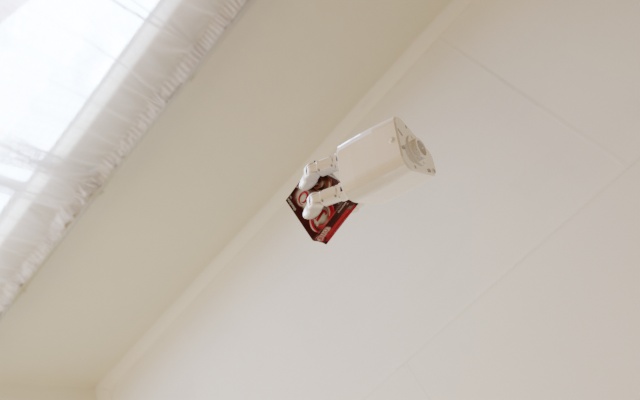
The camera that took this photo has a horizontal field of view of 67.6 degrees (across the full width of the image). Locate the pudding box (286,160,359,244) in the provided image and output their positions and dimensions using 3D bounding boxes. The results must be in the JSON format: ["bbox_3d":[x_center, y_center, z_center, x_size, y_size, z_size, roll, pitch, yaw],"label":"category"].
[{"bbox_3d":[0.000,0.003,0.787,0.039,0.090,0.113,24,21,-41],"label":"pudding box"}]
